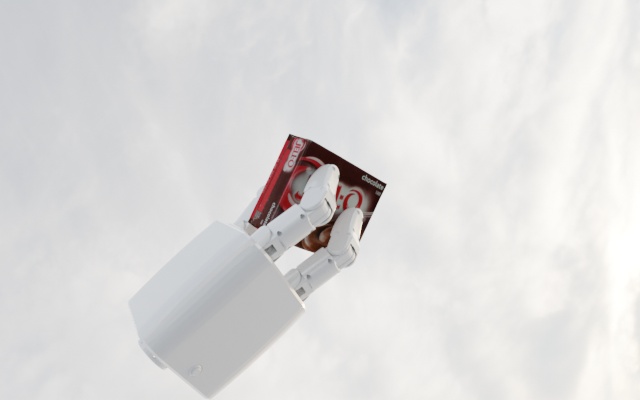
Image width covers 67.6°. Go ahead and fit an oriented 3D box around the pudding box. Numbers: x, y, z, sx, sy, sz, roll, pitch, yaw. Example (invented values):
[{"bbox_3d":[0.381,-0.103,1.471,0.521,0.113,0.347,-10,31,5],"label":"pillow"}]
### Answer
[{"bbox_3d":[0.000,0.001,0.446,0.113,0.090,0.039,24,2,-43],"label":"pudding box"}]
